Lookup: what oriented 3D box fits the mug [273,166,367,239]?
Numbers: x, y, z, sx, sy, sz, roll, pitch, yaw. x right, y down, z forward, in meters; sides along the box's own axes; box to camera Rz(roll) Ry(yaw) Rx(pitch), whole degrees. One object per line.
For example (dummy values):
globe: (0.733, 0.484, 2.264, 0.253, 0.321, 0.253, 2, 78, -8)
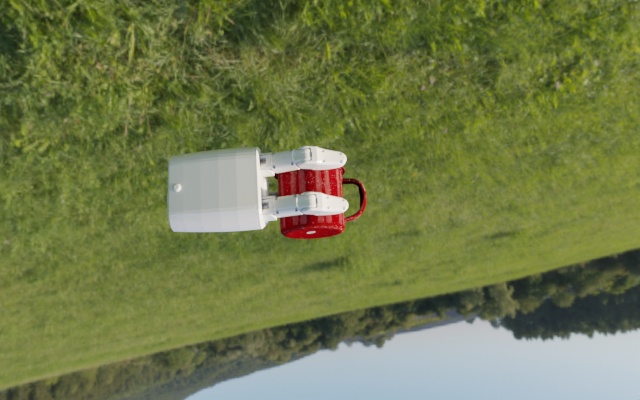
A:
mug: (0.002, 0.002, 0.607, 0.117, 0.081, 0.093, -4, -14, 0)
